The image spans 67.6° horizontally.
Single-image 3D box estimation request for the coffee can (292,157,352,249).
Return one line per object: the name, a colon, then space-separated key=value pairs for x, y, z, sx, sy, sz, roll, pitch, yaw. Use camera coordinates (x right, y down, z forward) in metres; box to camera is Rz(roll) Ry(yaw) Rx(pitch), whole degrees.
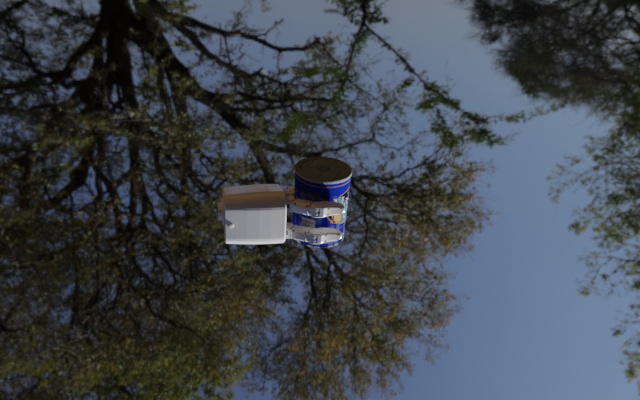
coffee can: x=0.000 y=0.003 z=0.885 sx=0.103 sy=0.140 sz=0.102 roll=4 pitch=29 yaw=-2
